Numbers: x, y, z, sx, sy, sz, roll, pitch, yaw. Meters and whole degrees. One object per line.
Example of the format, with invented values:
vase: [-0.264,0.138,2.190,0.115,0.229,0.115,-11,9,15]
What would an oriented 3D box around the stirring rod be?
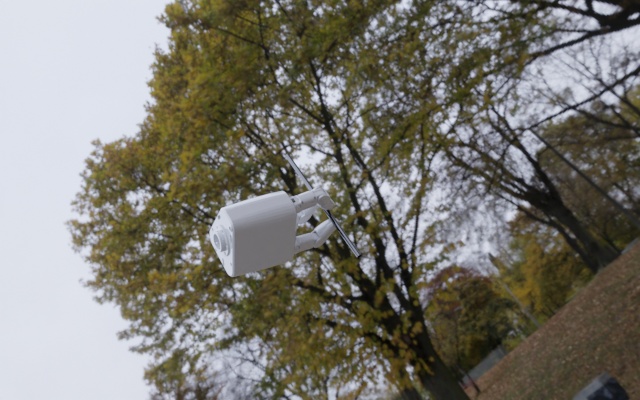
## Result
stirring rod: [0.000,0.003,0.805,0.011,0.239,0.011,-25,-32,-17]
